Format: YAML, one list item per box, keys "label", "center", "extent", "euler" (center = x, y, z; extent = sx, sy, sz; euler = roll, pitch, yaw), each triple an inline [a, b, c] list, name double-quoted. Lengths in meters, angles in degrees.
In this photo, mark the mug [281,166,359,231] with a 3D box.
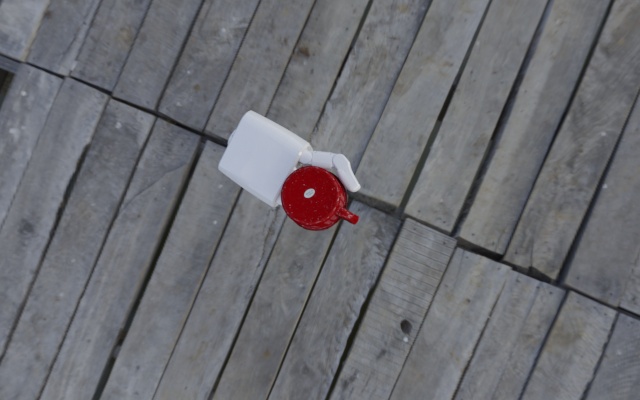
- label: "mug"
  center: [0.001, 0.003, 0.668]
  extent: [0.117, 0.093, 0.081]
  euler: [30, -1, 7]
